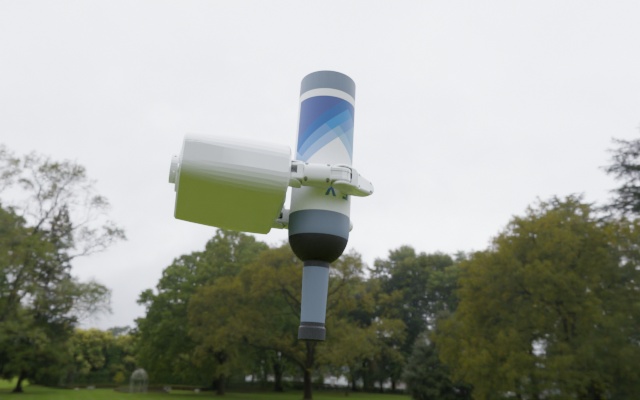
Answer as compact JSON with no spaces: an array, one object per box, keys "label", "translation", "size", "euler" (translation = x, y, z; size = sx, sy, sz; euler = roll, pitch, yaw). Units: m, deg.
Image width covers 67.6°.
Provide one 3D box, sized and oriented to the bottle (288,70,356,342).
[{"label":"bottle","translation":[0.000,0.001,0.526],"size":[0.069,0.295,0.069],"euler":[3,-18,1]}]
